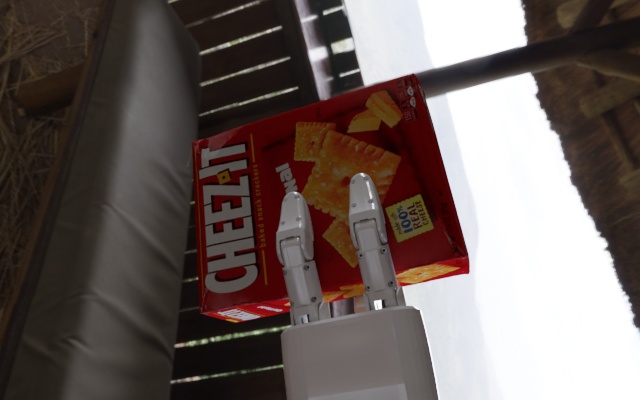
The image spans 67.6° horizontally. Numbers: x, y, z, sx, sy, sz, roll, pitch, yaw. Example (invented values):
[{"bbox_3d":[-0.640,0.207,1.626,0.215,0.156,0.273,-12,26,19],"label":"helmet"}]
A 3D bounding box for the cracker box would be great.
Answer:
[{"bbox_3d":[0.000,0.001,0.409,0.214,0.164,0.072,-14,-23,13],"label":"cracker box"}]
